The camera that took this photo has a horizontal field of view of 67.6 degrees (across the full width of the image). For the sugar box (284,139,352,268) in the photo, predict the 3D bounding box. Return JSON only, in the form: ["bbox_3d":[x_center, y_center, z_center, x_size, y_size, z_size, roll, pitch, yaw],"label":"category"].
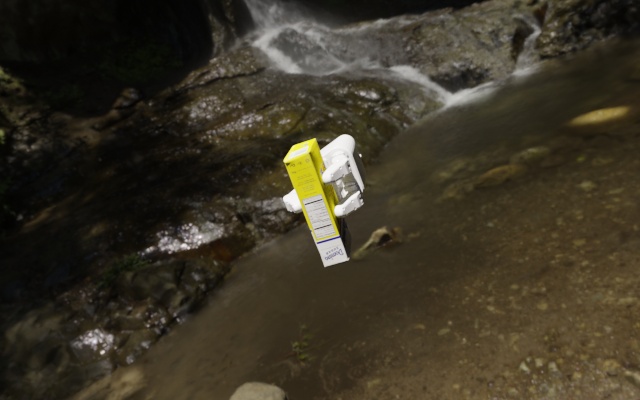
[{"bbox_3d":[0.001,0.002,0.727,0.048,0.176,0.093,-19,17,13],"label":"sugar box"}]
